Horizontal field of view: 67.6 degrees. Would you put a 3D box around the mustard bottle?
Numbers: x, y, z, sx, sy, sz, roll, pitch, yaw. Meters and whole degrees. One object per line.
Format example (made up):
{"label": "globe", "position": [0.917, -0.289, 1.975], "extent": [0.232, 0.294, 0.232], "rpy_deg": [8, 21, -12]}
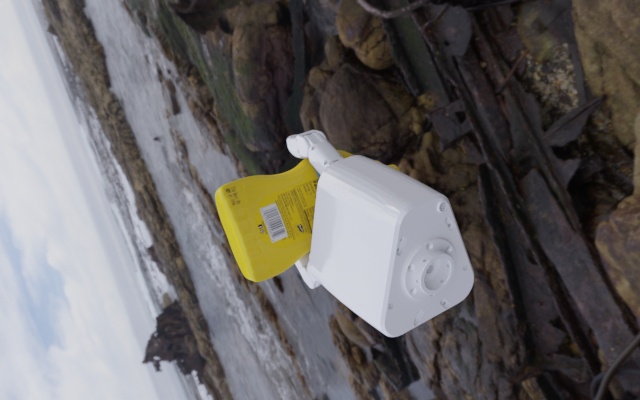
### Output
{"label": "mustard bottle", "position": [0.000, 0.002, 0.478], "extent": [0.191, 0.096, 0.058], "rpy_deg": [-21, 3, -23]}
